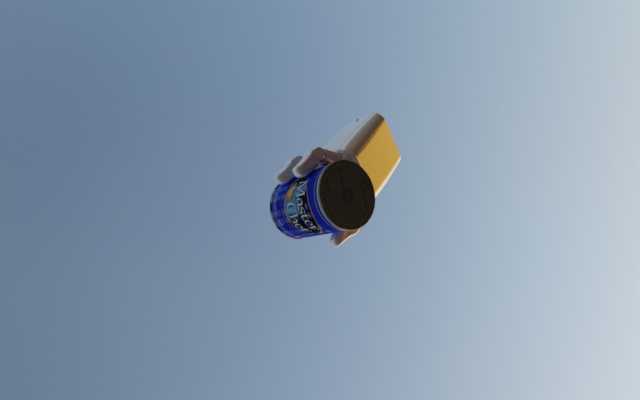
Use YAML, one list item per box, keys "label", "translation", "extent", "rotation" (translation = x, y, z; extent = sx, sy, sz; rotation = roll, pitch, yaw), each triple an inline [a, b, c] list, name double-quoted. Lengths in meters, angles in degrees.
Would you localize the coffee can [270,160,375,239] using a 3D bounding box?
- label: "coffee can"
  translation: [0.000, 0.003, 0.734]
  extent: [0.103, 0.103, 0.140]
  rotation: [0, -9, -35]
